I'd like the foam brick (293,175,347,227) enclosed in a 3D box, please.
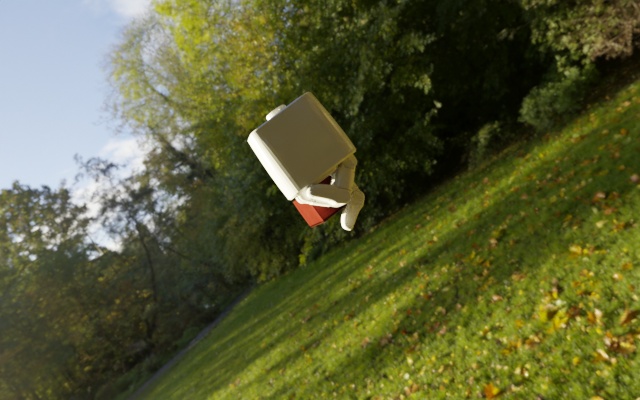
[{"bbox_3d":[0.000,0.003,0.731,0.053,0.051,0.078,-38,2,-19],"label":"foam brick"}]
